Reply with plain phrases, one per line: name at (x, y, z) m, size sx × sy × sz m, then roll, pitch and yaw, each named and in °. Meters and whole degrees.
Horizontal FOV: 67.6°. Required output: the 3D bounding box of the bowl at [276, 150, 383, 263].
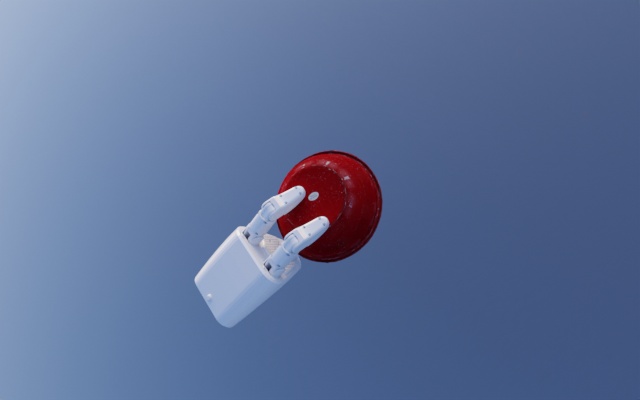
bowl at (0.001, 0.001, 0.652) m, size 0.162 × 0.162 × 0.055 m, roll 0°, pitch -11°, yaw 21°
